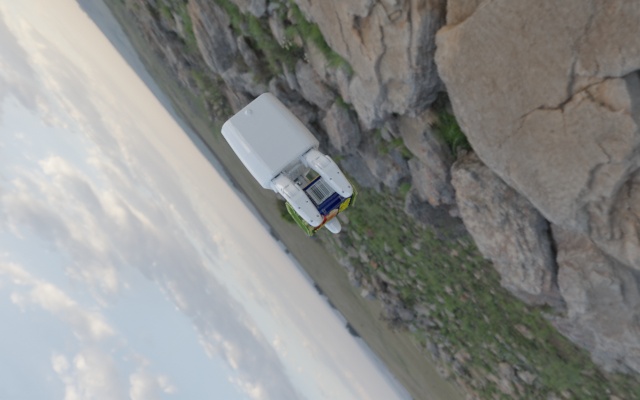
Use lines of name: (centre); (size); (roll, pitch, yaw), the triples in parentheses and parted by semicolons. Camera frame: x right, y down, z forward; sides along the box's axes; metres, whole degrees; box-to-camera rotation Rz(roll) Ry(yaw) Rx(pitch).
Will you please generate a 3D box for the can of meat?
can of meat: (0.000, 0.002, 0.671); (0.084, 0.057, 0.102); (-39, -9, -7)
